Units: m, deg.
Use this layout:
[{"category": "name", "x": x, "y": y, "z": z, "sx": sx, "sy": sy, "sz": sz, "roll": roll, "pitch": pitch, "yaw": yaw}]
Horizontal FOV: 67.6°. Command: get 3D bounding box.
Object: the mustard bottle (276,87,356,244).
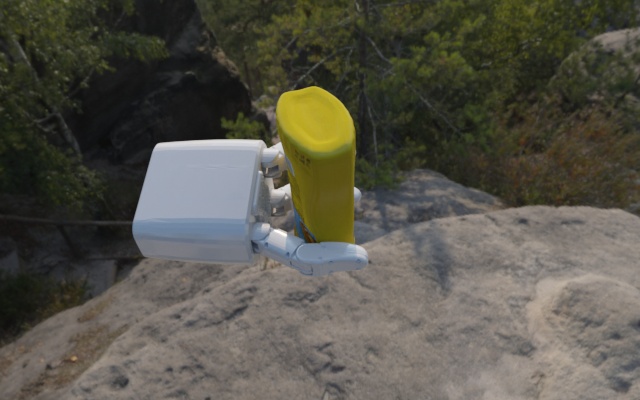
[{"category": "mustard bottle", "x": 0.000, "y": 0.001, "z": 0.437, "sx": 0.058, "sy": 0.192, "sz": 0.096, "roll": -16, "pitch": 46, "yaw": -11}]
